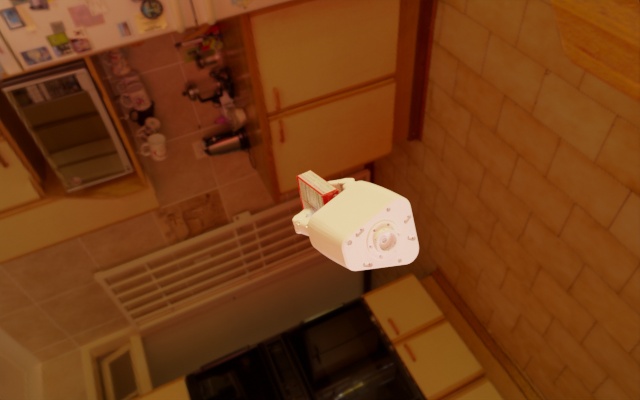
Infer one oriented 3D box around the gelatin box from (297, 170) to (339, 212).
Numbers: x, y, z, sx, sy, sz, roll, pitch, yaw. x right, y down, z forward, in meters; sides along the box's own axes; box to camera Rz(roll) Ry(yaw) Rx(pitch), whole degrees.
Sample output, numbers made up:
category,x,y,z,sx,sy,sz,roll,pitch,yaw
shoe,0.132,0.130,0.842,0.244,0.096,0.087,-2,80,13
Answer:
category,x,y,z,sx,sy,sz,roll,pitch,yaw
gelatin box,0.000,0.002,0.746,0.030,0.073,0.089,-24,33,-22
